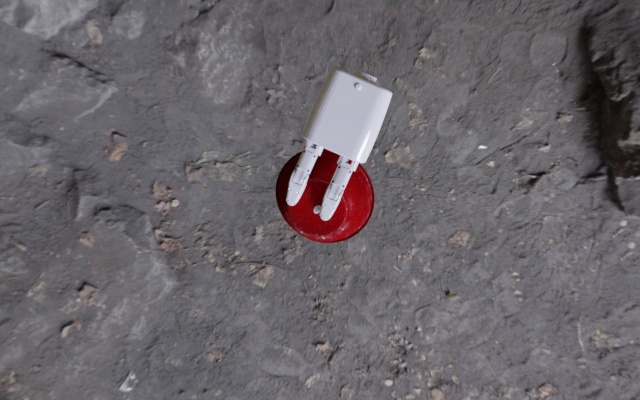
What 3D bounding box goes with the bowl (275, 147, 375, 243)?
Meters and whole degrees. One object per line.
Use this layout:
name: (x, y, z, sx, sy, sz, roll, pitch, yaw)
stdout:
bowl: (0.000, 0.004, 0.736, 0.162, 0.162, 0.055, 0, 20, 14)
